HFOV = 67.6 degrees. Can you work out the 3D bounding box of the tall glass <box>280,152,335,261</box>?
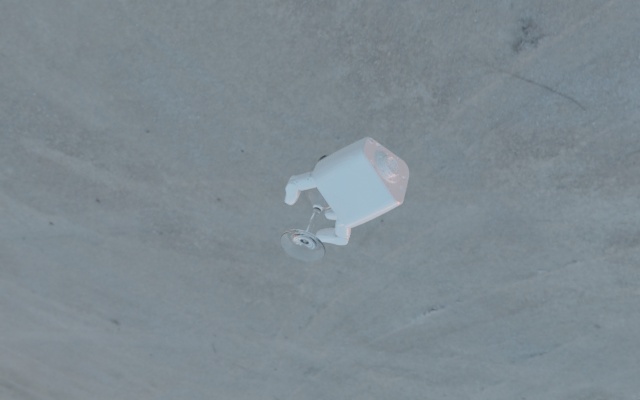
[{"bbox_3d":[0.000,0.003,0.812,0.079,0.079,0.201,0,44,22],"label":"tall glass"}]
